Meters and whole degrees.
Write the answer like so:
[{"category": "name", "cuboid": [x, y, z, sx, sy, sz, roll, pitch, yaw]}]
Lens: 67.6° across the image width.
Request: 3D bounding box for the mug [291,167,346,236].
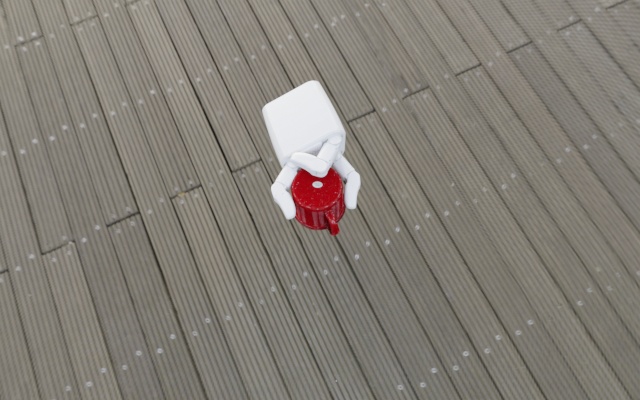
[{"category": "mug", "cuboid": [0.001, 0.004, 0.770, 0.093, 0.117, 0.081, -21, -20, -6]}]
